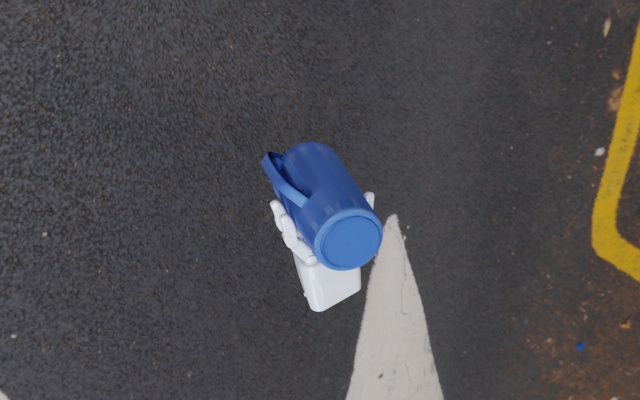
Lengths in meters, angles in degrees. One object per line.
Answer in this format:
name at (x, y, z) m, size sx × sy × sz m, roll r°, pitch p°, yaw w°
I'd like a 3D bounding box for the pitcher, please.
pitcher at (0.000, 0.003, 0.782) m, size 0.149 × 0.145 × 0.242 m, roll -15°, pitch 31°, yaw -11°
